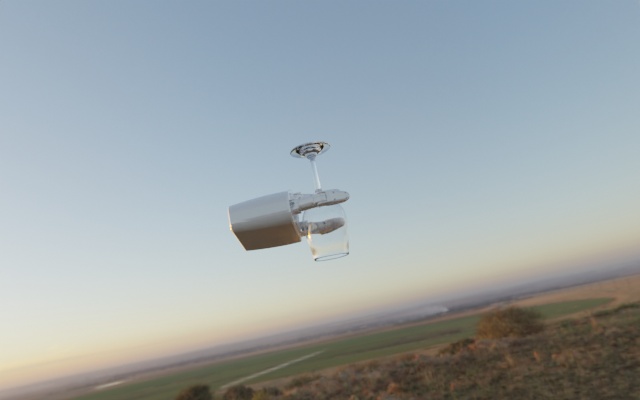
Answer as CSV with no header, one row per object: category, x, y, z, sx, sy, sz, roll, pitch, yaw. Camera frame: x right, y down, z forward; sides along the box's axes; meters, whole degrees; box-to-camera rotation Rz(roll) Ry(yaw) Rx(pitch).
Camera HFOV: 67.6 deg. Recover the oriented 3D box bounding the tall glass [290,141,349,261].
tall glass,0.000,0.002,0.841,0.079,0.201,0.079,-11,-13,-3
